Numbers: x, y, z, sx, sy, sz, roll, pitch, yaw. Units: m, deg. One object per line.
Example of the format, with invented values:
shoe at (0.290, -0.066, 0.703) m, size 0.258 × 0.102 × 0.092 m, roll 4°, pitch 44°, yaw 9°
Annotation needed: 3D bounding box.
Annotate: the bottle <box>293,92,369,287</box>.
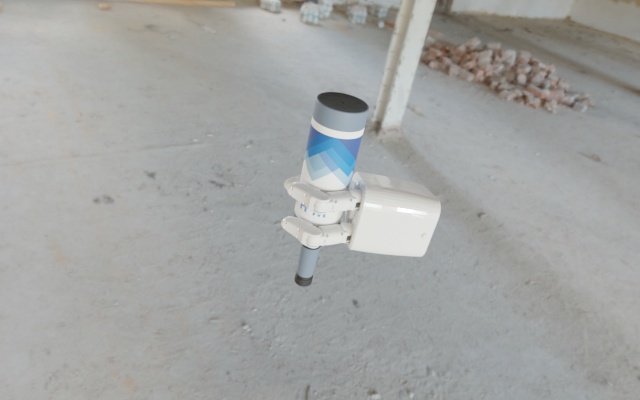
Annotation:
bottle at (0.000, 0.002, 0.658) m, size 0.069 × 0.296 × 0.069 m, roll 9°, pitch 32°, yaw -6°
